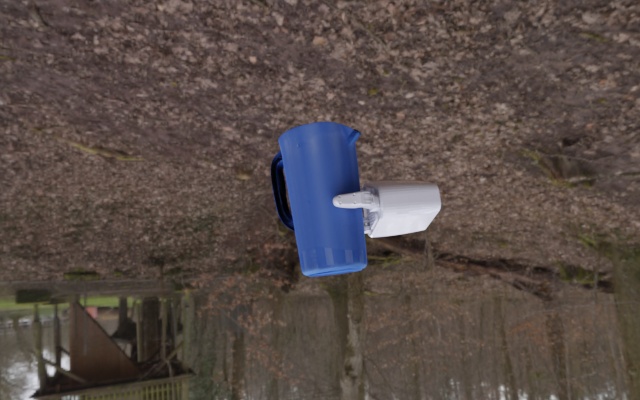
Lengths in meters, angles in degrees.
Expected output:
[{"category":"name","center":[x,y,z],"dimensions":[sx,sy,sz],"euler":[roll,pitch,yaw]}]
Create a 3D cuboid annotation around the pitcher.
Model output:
[{"category":"pitcher","center":[0.000,0.003,0.805],"dimensions":[0.145,0.242,0.149],"euler":[-5,-12,-11]}]
